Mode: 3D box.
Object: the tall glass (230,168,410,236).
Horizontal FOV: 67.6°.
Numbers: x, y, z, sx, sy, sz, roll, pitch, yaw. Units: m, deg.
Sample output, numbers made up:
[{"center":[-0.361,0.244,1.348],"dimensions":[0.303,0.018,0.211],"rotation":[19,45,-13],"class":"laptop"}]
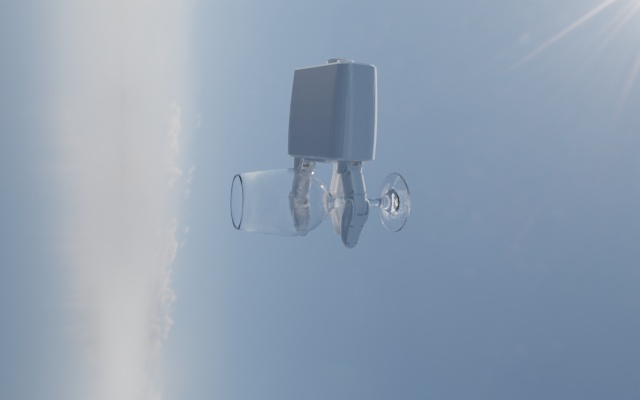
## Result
[{"center":[0.001,0.002,0.559],"dimensions":[0.201,0.079,0.079],"rotation":[0,0,-22],"class":"tall glass"}]
